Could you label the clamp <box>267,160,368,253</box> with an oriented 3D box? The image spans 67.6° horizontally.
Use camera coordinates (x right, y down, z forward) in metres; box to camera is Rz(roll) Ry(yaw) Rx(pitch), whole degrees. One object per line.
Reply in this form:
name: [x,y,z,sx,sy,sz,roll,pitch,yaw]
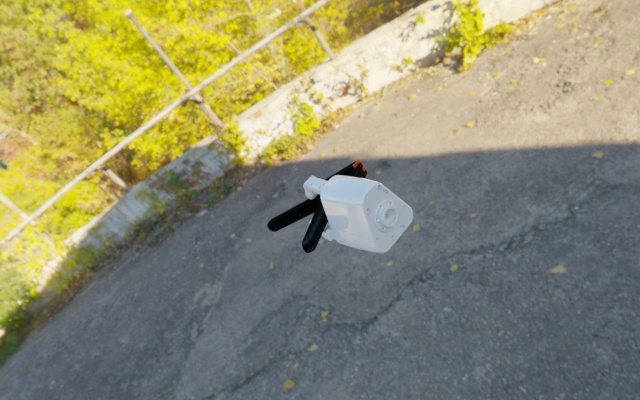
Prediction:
clamp: [0.000,0.002,0.876,0.210,0.036,0.164,-47,30,-20]
